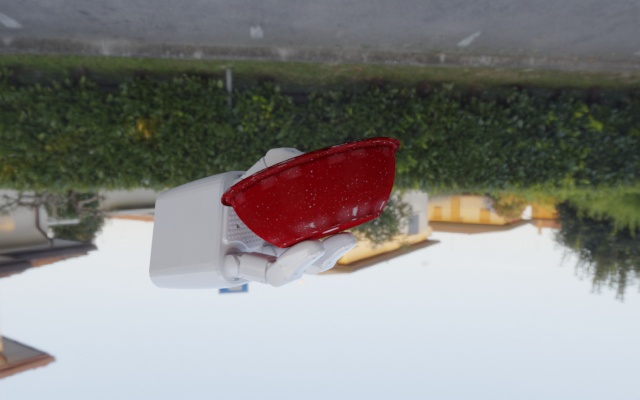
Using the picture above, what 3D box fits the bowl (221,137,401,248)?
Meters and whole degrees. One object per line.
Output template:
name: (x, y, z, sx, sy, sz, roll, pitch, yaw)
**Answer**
bowl: (0.001, 0.001, 0.410, 0.162, 0.055, 0.162, -18, -8, -3)
